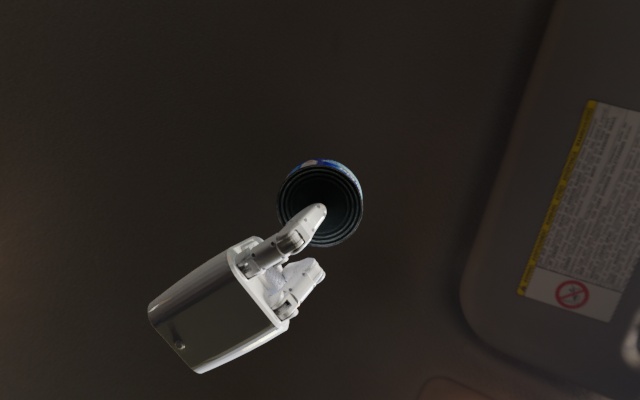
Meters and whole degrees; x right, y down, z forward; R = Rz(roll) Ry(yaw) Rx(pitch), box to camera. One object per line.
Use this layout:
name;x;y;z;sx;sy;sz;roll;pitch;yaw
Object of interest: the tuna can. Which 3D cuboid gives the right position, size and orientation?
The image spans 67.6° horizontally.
tuna can;0.000;0.001;0.484;0.086;0.086;0.033;0;19;5
